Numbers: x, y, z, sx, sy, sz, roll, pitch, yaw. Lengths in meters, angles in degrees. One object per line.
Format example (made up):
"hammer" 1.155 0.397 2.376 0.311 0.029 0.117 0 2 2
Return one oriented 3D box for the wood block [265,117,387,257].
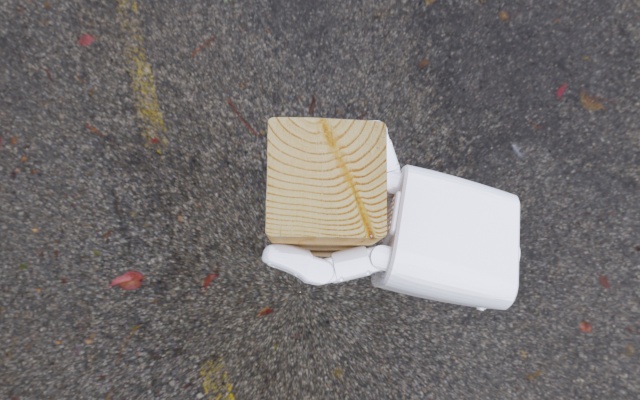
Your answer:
"wood block" 0.000 0.001 0.446 0.090 0.091 0.206 1 -11 -2
